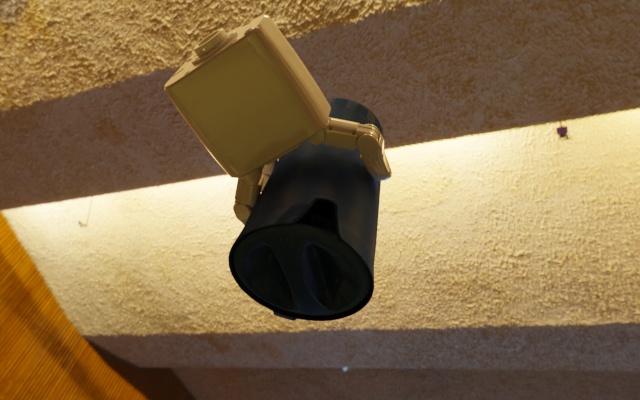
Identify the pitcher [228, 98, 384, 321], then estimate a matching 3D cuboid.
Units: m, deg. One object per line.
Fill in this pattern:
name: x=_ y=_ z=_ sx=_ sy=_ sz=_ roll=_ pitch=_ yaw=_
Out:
pitcher: x=0.000 y=0.002 z=0.517 sx=0.149 sy=0.145 sz=0.242 roll=-19 pitch=34 yaw=29
